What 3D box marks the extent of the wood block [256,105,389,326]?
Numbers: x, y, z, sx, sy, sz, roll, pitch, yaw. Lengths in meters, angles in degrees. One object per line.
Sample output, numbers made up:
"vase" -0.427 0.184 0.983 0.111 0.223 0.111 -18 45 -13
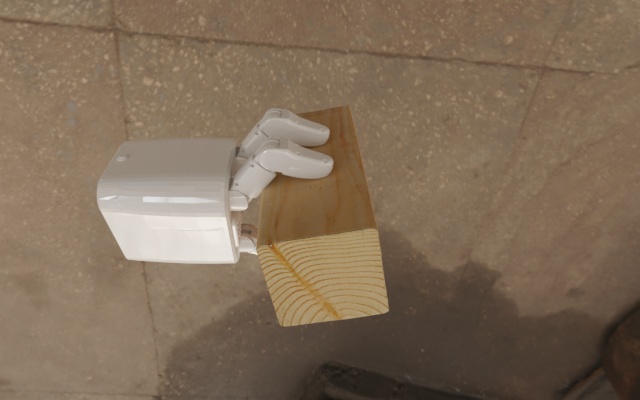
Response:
"wood block" 0.000 0.002 0.440 0.090 0.091 0.206 -9 35 4
